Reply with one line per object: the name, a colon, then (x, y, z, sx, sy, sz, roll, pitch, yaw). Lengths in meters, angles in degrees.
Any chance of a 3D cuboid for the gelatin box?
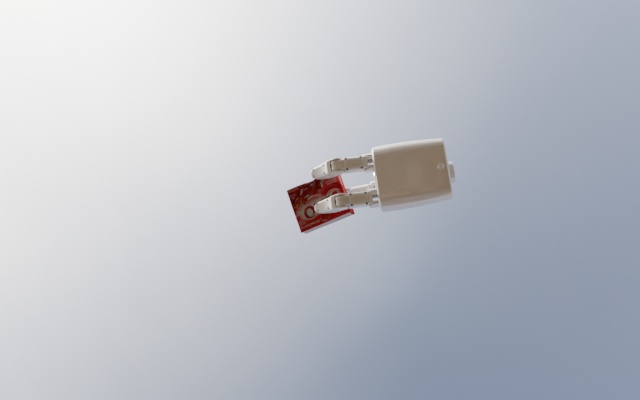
gelatin box: (0.000, 0.003, 0.754, 0.089, 0.073, 0.030, -23, -14, 12)
